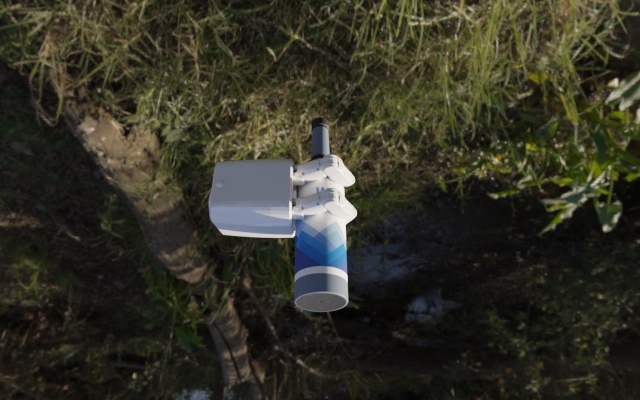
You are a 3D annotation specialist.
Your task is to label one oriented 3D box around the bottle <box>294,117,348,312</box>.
[{"bbox_3d":[0.000,0.002,0.666,0.069,0.295,0.069,0,-33,0],"label":"bottle"}]
